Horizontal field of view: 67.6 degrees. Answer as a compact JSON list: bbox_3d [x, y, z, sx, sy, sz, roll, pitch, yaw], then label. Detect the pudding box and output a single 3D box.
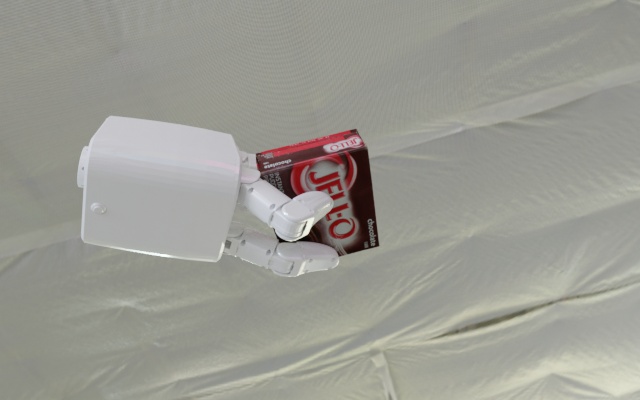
[{"bbox_3d":[0.000,0.001,0.417,0.090,0.114,0.039,-14,39,-2],"label":"pudding box"}]
